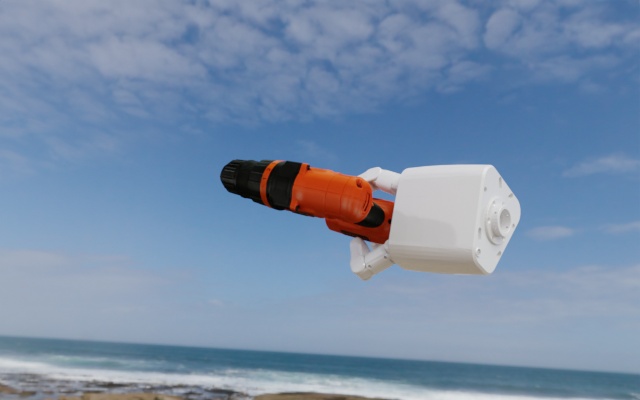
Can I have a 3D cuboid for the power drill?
[{"bbox_3d":[0.001,0.002,0.556,0.184,0.057,0.188,14,-4,32],"label":"power drill"}]
